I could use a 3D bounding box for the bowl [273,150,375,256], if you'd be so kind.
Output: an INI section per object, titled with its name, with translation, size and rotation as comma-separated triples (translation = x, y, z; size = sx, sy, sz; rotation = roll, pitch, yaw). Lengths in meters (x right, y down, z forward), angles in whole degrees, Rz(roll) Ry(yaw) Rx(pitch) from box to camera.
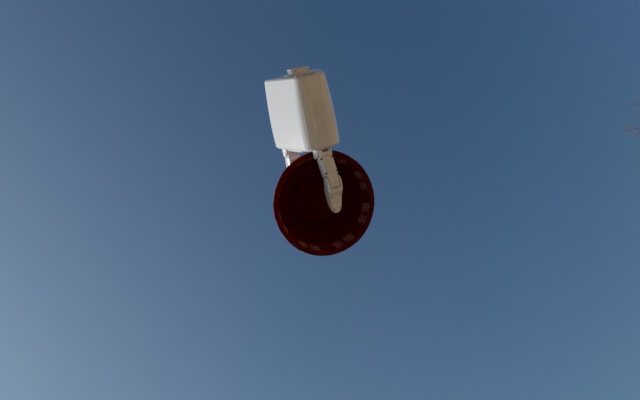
[bowl]
translation = 0.000, 0.004, 0.746
size = 0.162, 0.162, 0.055
rotation = 0, 4, -18
